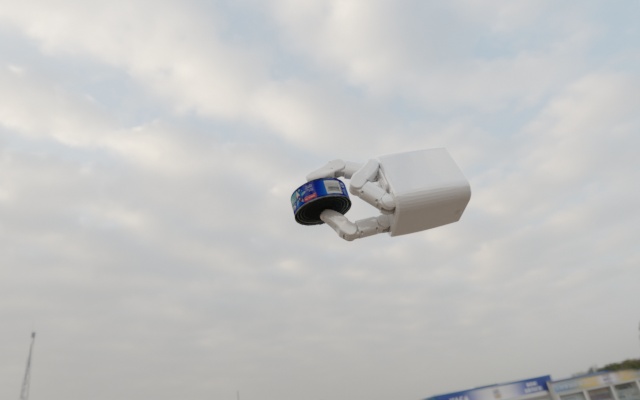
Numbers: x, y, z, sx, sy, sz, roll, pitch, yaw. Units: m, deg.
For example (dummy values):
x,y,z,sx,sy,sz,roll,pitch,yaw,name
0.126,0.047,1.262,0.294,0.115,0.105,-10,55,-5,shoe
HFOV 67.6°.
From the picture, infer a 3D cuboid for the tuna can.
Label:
x,y,z,sx,sy,sz,roll,pitch,yaw,name
0.000,0.002,0.696,0.086,0.033,0.086,-13,-27,-7,tuna can
